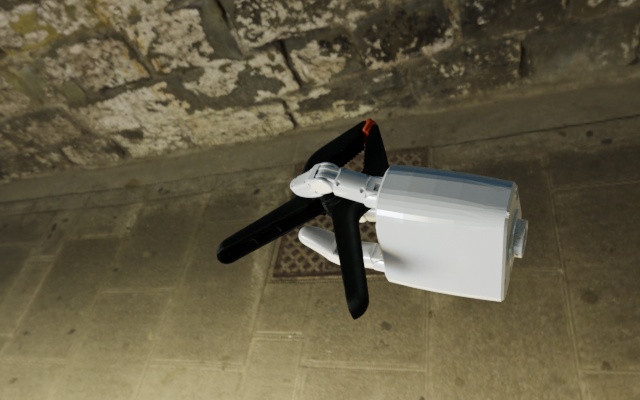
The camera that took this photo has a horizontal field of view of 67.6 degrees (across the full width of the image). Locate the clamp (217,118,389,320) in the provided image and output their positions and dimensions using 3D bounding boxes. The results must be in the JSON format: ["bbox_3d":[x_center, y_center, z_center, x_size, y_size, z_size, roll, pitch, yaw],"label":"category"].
[{"bbox_3d":[0.000,0.001,0.477,0.164,0.210,0.036,11,-31,25],"label":"clamp"}]
